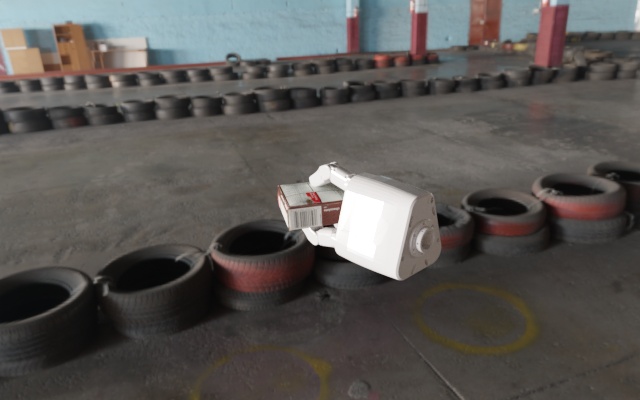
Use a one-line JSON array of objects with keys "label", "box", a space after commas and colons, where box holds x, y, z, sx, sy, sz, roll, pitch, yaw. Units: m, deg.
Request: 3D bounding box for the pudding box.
[{"label": "pudding box", "box": [0.000, 0.002, 0.691, 0.113, 0.039, 0.090, -6, 23, -12]}]
